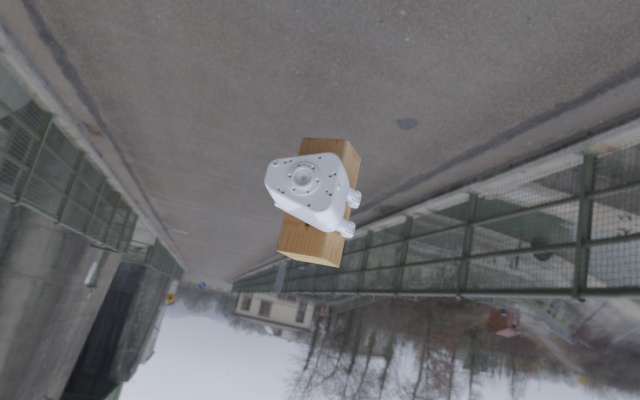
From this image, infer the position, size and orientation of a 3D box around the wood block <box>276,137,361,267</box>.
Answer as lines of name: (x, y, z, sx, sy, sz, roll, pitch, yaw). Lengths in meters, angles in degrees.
wood block: (0.000, 0.003, 0.841, 0.091, 0.206, 0.090, 7, -15, 23)
